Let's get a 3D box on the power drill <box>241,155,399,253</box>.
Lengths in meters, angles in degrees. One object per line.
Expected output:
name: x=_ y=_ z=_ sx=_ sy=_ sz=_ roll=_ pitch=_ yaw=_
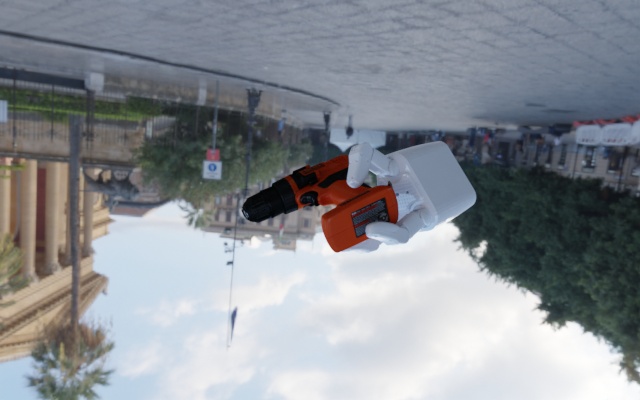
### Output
power drill: x=0.001 y=0.002 z=0.641 sx=0.184 sy=0.057 sz=0.187 roll=-26 pitch=28 yaw=-17
